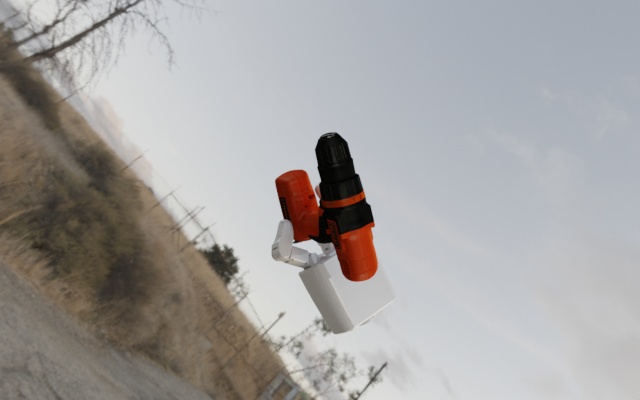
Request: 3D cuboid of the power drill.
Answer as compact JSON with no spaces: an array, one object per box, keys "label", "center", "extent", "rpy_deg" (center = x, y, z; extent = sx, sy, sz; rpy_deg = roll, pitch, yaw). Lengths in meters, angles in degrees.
[{"label":"power drill","center":[0.000,0.002,0.629],"extent":[0.057,0.184,0.187],"rpy_deg":[-18,14,-21]}]
